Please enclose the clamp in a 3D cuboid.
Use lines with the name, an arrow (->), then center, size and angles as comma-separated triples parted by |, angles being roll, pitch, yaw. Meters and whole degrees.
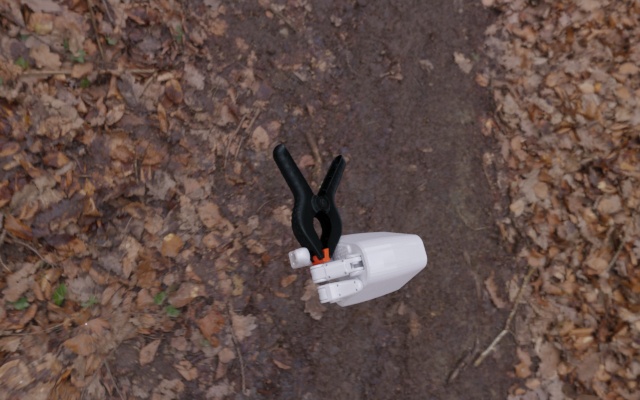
clamp -> 0.000, 0.002, 0.672 | 0.120, 0.171, 0.039 | -6, -10, -32
